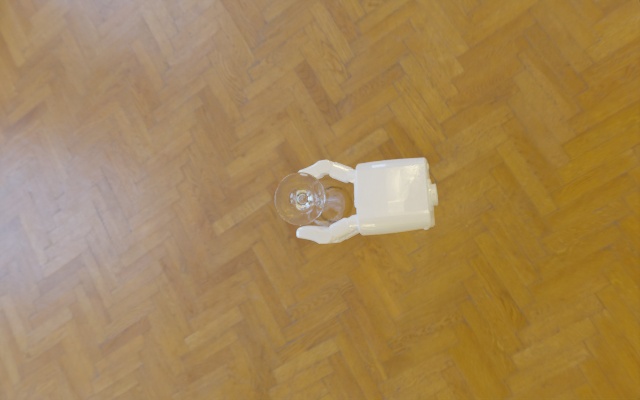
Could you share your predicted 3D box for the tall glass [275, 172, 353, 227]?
[{"bbox_3d":[0.000,0.002,0.758,0.079,0.079,0.201,0,-3,17],"label":"tall glass"}]
